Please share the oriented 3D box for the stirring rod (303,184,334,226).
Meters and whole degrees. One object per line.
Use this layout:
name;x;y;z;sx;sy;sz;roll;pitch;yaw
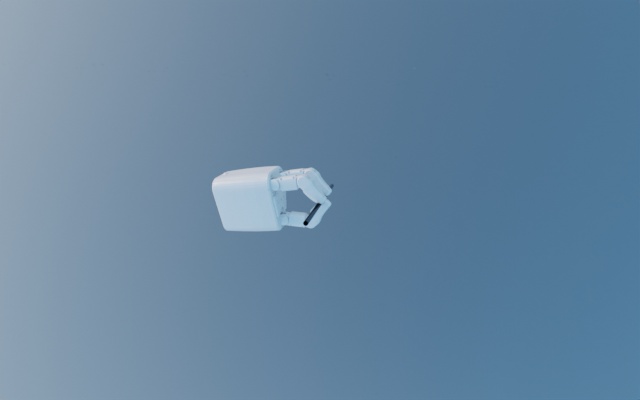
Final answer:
stirring rod;0.000;0.003;0.825;0.011;0.011;0.239;0;15;11
